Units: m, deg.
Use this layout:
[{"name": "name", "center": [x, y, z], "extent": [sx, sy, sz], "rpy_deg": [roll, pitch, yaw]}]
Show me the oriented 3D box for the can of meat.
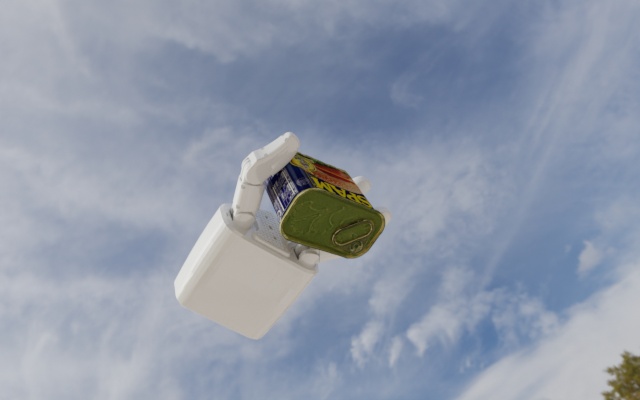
[{"name": "can of meat", "center": [0.000, 0.001, 0.463], "extent": [0.102, 0.057, 0.084], "rpy_deg": [20, 23, -32]}]
